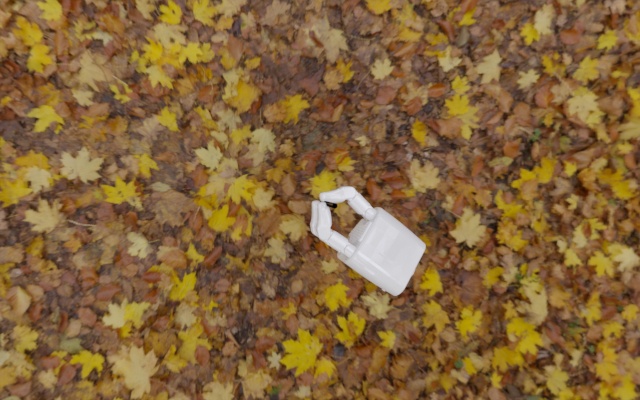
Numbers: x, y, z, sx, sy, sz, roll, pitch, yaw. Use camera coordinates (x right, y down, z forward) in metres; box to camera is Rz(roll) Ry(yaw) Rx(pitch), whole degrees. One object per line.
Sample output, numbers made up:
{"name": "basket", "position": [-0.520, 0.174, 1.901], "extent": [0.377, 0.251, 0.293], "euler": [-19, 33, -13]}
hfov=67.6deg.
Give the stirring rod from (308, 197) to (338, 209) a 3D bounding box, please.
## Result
{"name": "stirring rod", "position": [0.000, 0.003, 0.827], "extent": [0.011, 0.011, 0.239], "euler": [0, 3, -10]}
